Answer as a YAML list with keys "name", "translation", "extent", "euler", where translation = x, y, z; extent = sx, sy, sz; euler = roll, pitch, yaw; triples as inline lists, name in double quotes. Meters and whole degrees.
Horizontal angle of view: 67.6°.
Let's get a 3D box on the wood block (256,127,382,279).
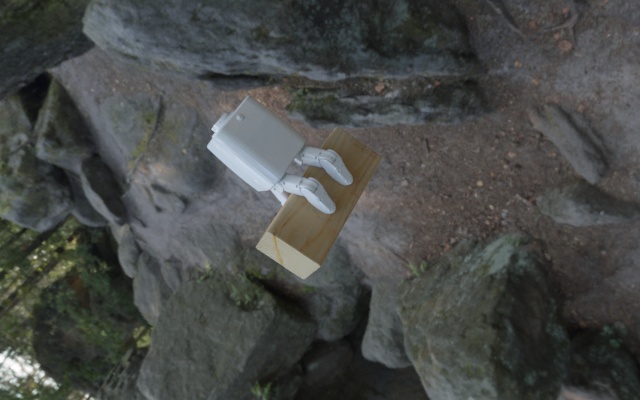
- name: "wood block"
  translation: [0.000, 0.002, 0.725]
  extent: [0.090, 0.206, 0.091]
  euler: [34, -27, -4]
